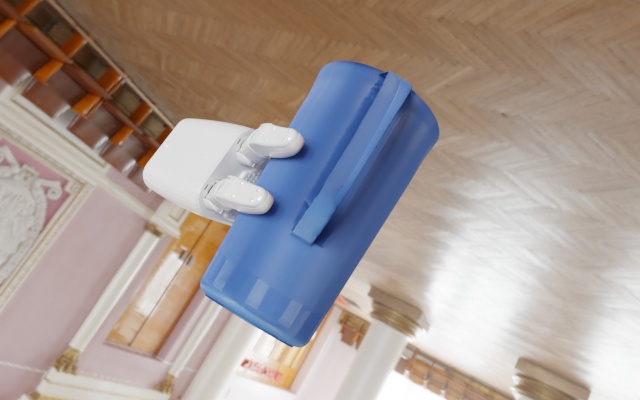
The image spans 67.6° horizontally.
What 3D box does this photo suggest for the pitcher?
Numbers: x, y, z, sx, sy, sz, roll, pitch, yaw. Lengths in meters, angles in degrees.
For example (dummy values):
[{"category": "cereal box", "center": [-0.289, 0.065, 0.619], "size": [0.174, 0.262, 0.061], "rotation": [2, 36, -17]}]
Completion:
[{"category": "pitcher", "center": [0.000, 0.001, 0.431], "size": [0.145, 0.242, 0.149], "rotation": [18, -19, 39]}]
